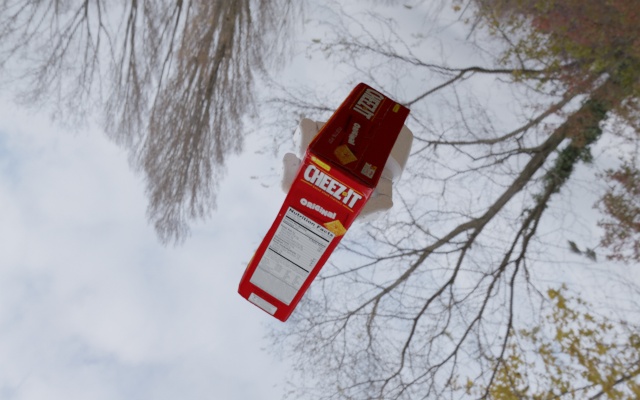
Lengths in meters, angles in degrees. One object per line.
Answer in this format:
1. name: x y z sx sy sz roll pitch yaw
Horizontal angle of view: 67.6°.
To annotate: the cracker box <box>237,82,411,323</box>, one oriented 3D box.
1. cracker box: 0.000 0.002 0.508 0.072 0.214 0.164 30 39 0
